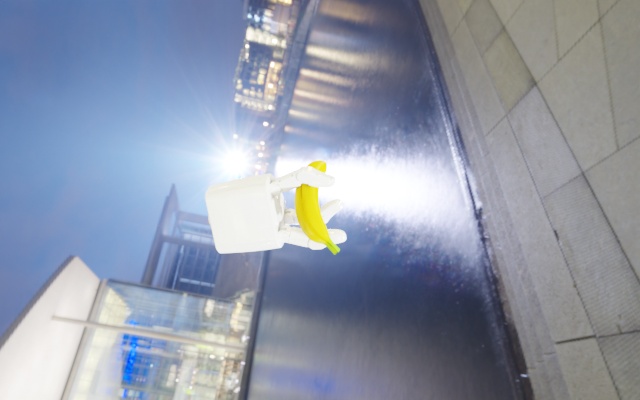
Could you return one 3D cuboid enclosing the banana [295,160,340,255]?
[{"bbox_3d":[-0.011,-0.004,0.753,0.037,0.197,0.070,-31,-48,26],"label":"banana"}]
